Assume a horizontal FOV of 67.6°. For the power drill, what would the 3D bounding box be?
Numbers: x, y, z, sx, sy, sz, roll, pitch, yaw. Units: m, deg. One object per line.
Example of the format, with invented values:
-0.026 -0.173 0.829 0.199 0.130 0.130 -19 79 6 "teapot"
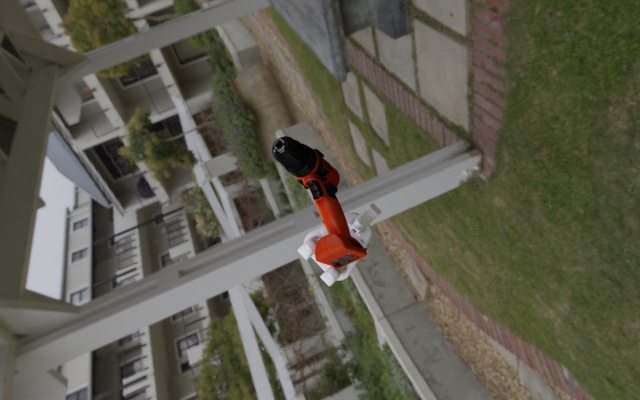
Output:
0.000 0.003 0.730 0.057 0.187 0.184 -26 -24 19 "power drill"
